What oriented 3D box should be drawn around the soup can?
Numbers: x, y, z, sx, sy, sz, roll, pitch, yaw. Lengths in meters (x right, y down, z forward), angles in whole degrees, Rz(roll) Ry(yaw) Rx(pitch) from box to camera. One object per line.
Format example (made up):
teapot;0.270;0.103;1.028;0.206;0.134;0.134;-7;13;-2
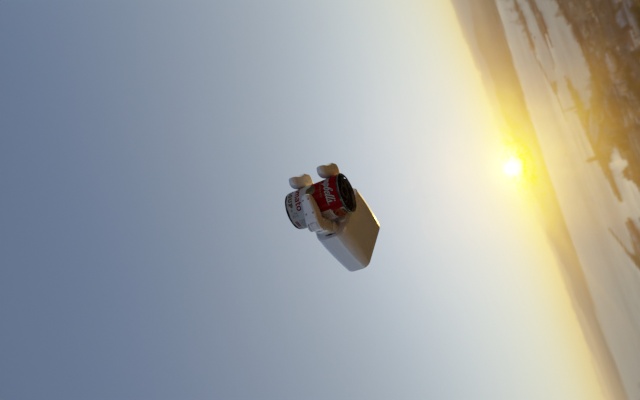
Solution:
soup can;0.000;0.002;0.801;0.102;0.068;0.068;-20;-8;23
